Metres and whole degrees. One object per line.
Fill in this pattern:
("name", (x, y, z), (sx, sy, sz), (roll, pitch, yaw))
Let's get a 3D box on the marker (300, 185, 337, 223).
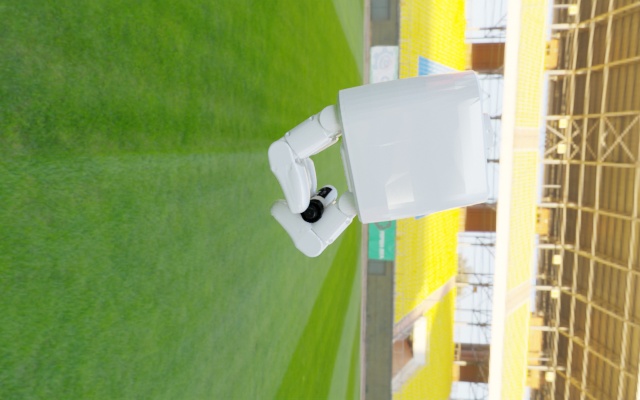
("marker", (0.000, 0.001, 0.445), (0.020, 0.020, 0.121), (0, 8, 8))
